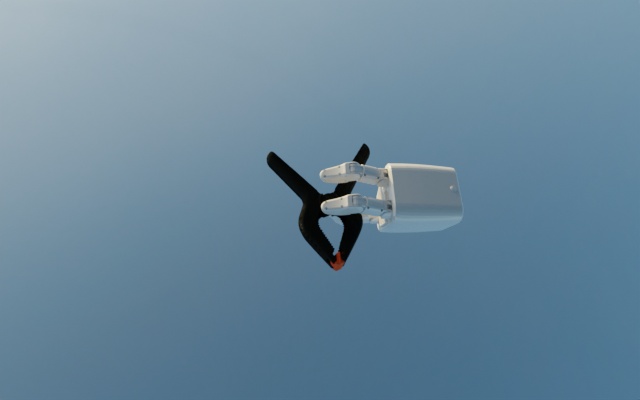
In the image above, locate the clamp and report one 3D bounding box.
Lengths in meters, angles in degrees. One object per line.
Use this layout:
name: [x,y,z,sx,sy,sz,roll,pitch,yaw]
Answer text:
clamp: [0.000,0.003,0.718,0.164,0.209,0.036,0,-29,-3]
